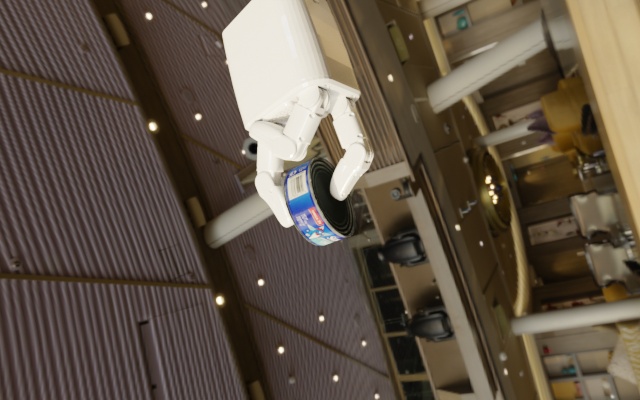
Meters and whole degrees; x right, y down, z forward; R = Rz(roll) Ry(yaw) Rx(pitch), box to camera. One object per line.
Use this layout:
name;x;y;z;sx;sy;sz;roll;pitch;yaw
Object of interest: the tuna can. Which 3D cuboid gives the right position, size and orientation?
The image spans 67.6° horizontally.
tuna can;0.000;0.002;0.482;0.034;0.086;0.086;-23;-10;25
